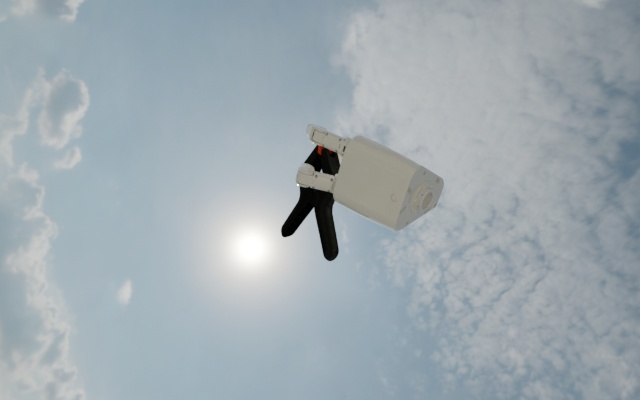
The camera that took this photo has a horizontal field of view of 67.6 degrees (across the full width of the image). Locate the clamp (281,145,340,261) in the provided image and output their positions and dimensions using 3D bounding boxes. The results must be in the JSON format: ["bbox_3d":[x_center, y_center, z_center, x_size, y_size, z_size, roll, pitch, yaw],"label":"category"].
[{"bbox_3d":[0.000,0.002,0.711,0.120,0.171,0.039,30,24,35],"label":"clamp"}]
